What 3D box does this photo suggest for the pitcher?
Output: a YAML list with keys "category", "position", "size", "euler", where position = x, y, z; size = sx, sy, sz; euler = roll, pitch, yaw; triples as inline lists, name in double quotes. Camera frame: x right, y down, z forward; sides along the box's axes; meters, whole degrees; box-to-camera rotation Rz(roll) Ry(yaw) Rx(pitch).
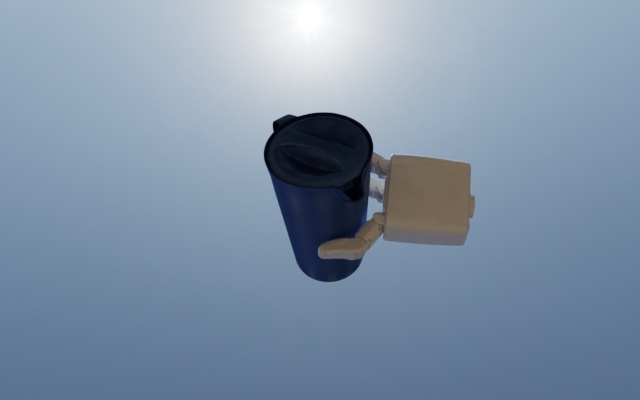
- category: "pitcher"
  position: [0.000, 0.002, 0.668]
  size: [0.145, 0.149, 0.243]
  euler: [5, -39, 9]
